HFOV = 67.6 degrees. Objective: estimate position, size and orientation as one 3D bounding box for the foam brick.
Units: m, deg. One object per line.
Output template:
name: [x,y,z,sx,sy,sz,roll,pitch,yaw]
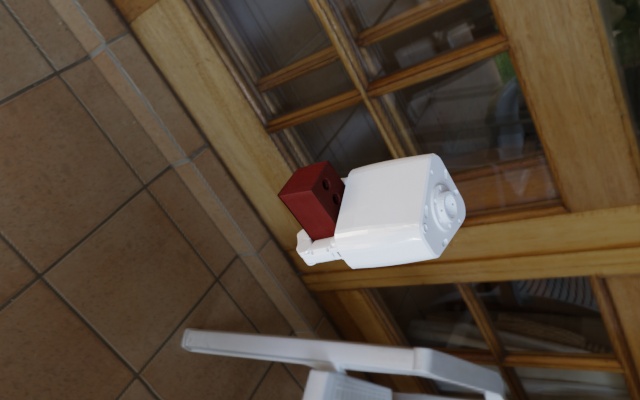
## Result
foam brick: [0.000,0.002,0.554,0.051,0.078,0.053,-12,35,40]
